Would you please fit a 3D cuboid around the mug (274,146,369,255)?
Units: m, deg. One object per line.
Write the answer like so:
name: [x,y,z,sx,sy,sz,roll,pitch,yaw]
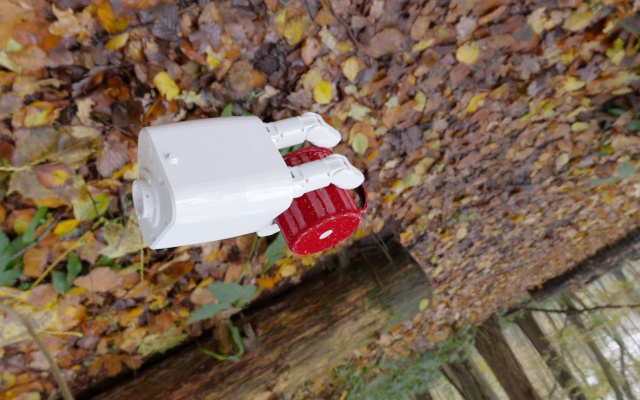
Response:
mug: [0.001,0.002,0.506,0.117,0.081,0.093,-11,-28,-33]
